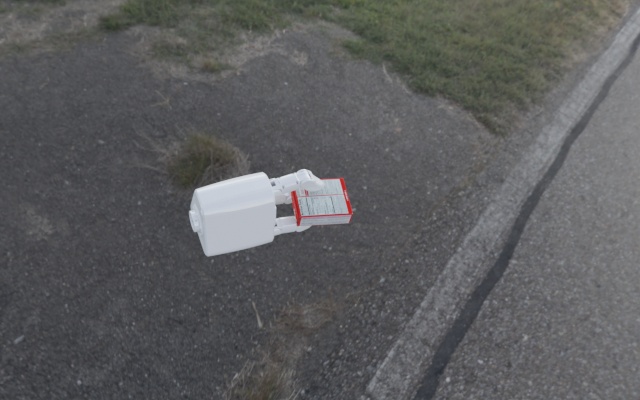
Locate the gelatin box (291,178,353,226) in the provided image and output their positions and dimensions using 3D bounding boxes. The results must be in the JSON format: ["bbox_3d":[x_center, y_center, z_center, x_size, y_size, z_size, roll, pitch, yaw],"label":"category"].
[{"bbox_3d":[0.001,0.002,0.761,0.089,0.073,0.030,-4,-36,-14],"label":"gelatin box"}]
